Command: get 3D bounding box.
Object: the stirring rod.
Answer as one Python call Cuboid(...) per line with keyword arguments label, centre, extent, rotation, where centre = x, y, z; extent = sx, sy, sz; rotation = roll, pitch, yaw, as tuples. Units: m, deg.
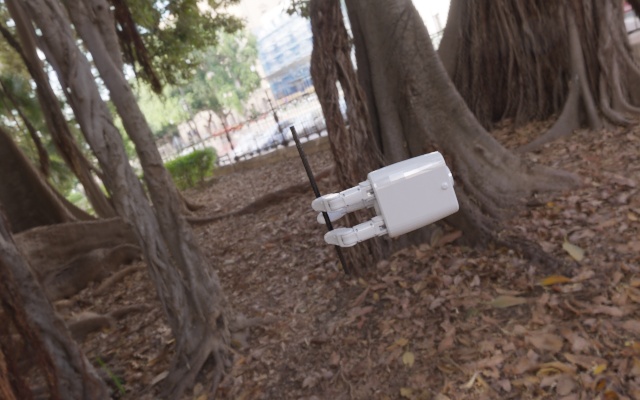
Cuboid(label="stirring rod", centre=(0.000, 0.002, 0.717), extent=(0.011, 0.239, 0.011), rotation=(-20, 11, 4))
